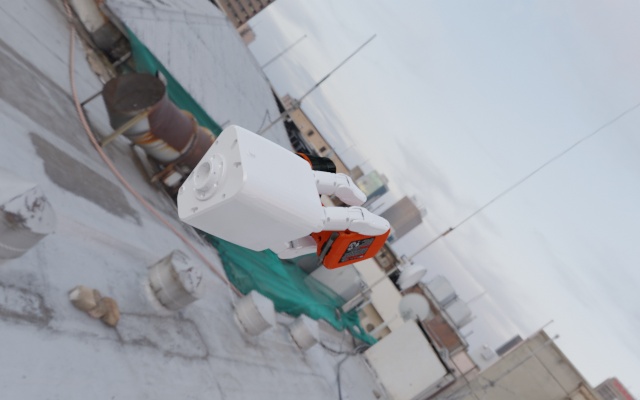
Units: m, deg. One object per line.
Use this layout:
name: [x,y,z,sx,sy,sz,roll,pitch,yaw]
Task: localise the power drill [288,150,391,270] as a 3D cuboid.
power drill: [0.000,0.002,0.629,0.184,0.057,0.187,-9,43,-48]
